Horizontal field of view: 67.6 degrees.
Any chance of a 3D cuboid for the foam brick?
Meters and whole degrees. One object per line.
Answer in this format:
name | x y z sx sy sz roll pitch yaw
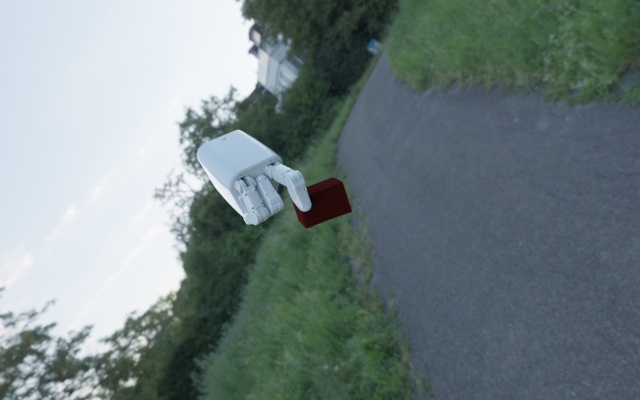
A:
foam brick | 0.000 0.002 0.749 0.078 0.053 0.051 -19 15 -11
